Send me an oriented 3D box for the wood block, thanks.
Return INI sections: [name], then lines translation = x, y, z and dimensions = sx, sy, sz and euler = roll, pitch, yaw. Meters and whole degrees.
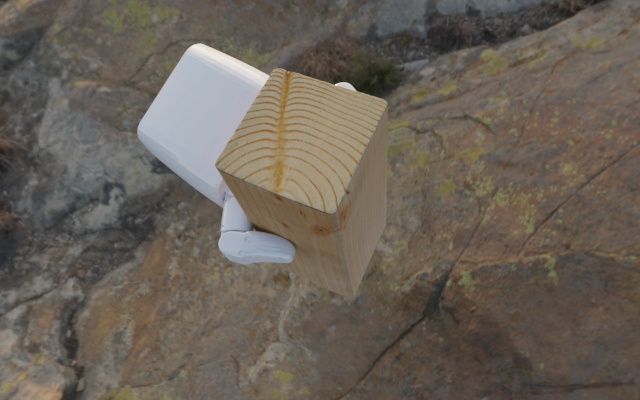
[wood block]
translation = 0.000, 0.001, 0.403
dimensions = 0.090, 0.090, 0.206
euler = 21, -21, 17
